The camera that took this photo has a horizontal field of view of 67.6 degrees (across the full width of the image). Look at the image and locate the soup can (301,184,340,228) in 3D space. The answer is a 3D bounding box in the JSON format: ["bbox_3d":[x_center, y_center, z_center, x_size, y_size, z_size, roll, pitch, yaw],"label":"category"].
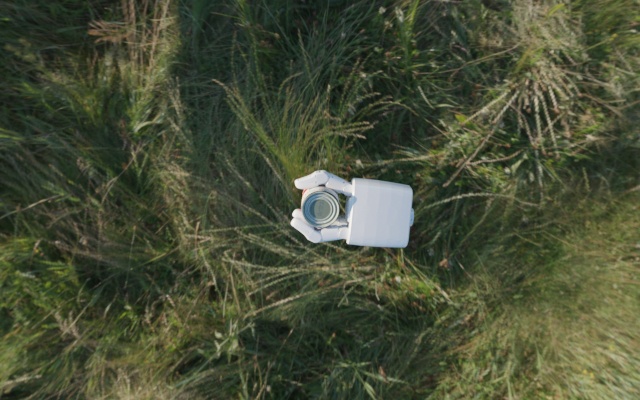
[{"bbox_3d":[0.000,0.003,0.857,0.068,0.068,0.102,0,16,0],"label":"soup can"}]
